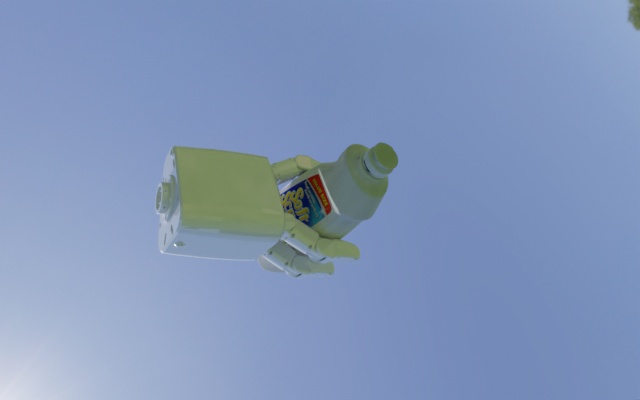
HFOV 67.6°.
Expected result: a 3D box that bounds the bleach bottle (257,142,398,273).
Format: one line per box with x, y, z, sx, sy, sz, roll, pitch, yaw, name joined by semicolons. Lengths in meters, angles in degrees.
0.000;0.002;0.551;0.068;0.102;0.251;6;-28;-30;bleach bottle
